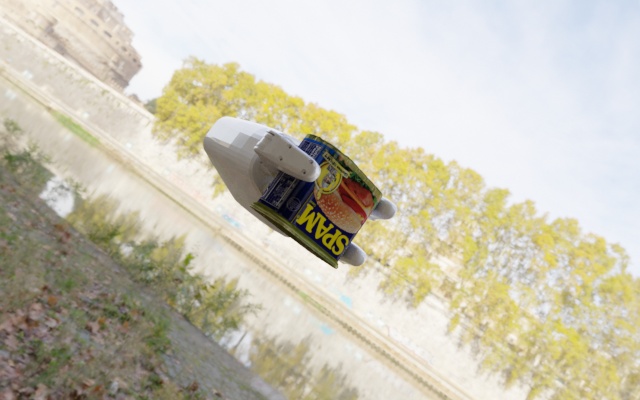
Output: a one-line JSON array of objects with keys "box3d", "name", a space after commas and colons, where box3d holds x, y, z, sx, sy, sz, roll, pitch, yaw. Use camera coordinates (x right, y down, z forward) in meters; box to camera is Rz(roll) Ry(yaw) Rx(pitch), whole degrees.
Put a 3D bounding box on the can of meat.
[{"box3d": [0.000, 0.001, 0.439, 0.057, 0.084, 0.102, 26, -13, 48], "name": "can of meat"}]
